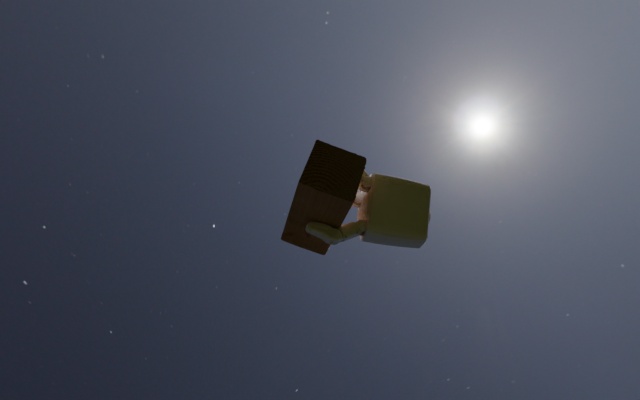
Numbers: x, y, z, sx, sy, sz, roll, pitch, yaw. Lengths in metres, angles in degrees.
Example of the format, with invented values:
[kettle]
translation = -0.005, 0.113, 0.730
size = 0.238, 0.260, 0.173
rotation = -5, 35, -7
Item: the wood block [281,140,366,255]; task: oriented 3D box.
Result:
[wood block]
translation = 0.000, 0.003, 0.819
size = 0.090, 0.090, 0.206
rotation = 20, -32, -1
